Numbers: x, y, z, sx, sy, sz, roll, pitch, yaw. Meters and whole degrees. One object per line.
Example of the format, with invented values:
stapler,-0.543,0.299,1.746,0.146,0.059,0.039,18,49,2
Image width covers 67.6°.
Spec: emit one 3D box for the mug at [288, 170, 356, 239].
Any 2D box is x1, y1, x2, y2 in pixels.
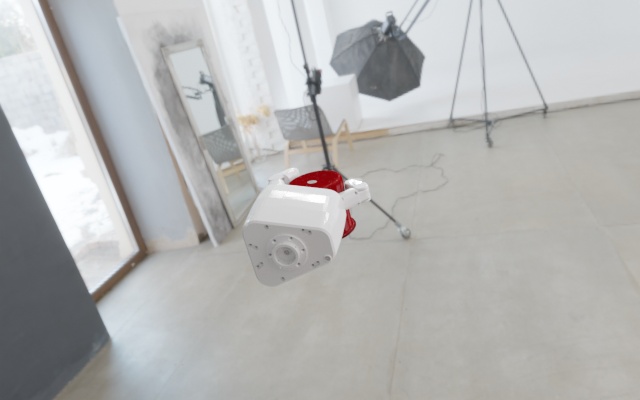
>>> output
mug,0.000,0.002,0.705,0.093,0.081,0.117,-9,23,11
